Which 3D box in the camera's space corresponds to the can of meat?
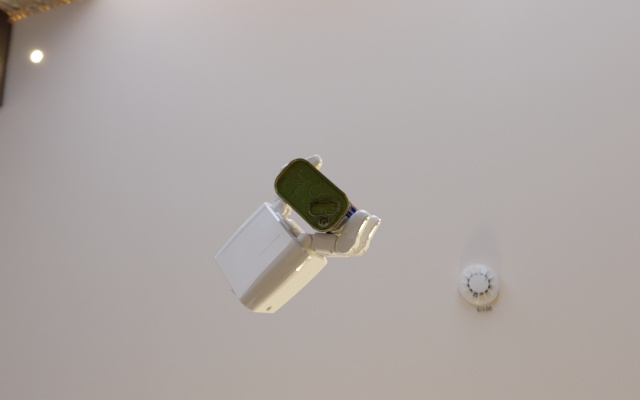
[{"bbox_3d":[0.000,0.002,0.620,0.102,0.057,0.084,42,1,23],"label":"can of meat"}]
